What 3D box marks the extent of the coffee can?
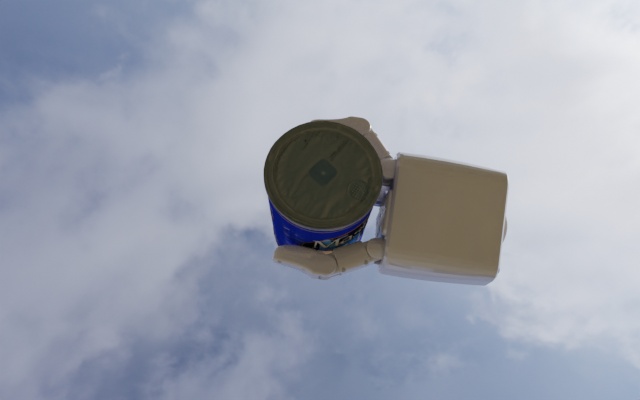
[{"bbox_3d":[0.000,0.002,0.472,0.103,0.102,0.140,0,-22,-2],"label":"coffee can"}]
